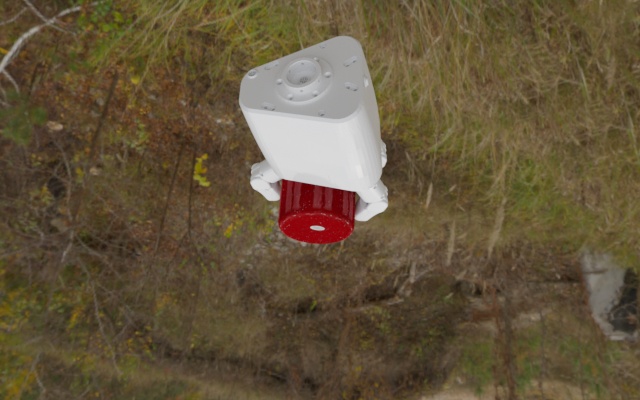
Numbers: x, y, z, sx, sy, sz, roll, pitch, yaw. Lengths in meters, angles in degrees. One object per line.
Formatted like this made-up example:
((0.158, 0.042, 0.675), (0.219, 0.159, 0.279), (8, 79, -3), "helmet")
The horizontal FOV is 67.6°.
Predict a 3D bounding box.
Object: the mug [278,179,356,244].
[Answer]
((0.000, 0.003, 0.534), (0.093, 0.081, 0.117), (-4, -29, 14), "mug")
